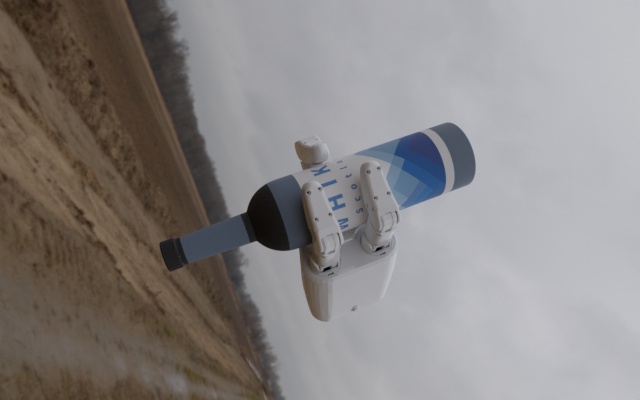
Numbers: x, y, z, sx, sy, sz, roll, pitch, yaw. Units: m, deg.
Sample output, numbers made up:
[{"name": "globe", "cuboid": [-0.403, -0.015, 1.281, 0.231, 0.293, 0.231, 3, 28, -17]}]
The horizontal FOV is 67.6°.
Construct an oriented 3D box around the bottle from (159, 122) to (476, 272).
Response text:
[{"name": "bottle", "cuboid": [0.000, 0.001, 0.446, 0.295, 0.069, 0.069, -19, 4, -12]}]
